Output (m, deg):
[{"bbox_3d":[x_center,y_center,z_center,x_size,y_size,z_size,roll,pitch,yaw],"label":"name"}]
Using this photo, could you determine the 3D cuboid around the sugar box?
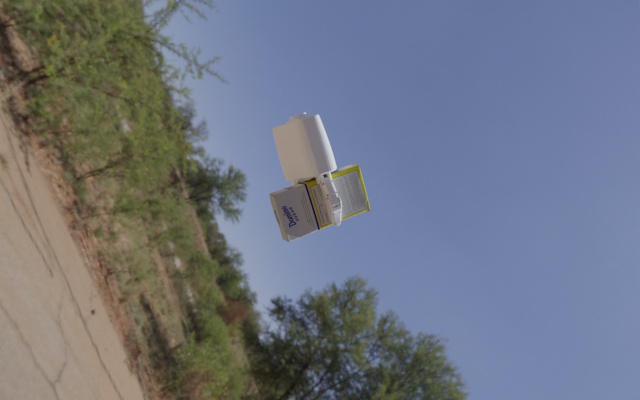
[{"bbox_3d":[0.000,0.003,0.894,0.176,0.093,0.048,-19,12,-17],"label":"sugar box"}]
